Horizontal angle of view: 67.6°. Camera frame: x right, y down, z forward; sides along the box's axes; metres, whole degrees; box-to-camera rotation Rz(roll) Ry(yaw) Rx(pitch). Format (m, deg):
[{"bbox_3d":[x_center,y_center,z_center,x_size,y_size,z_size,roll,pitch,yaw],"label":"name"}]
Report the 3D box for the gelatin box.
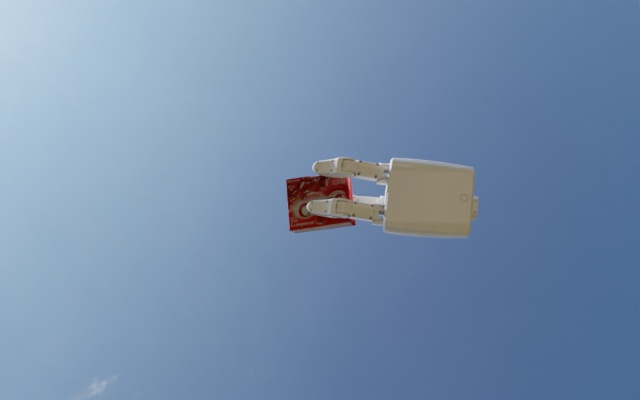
[{"bbox_3d":[0.000,0.002,0.650,0.089,0.073,0.030,-8,-15,13],"label":"gelatin box"}]
